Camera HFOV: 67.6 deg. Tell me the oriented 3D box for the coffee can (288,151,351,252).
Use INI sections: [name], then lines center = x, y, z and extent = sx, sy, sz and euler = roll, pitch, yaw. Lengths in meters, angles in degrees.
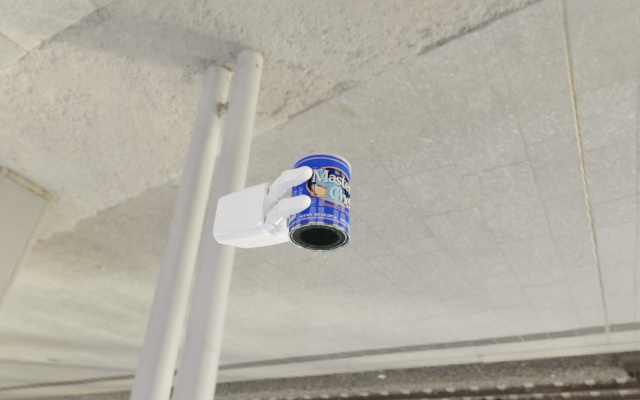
[coffee can]
center = 0.000, 0.003, 0.811
extent = 0.103, 0.140, 0.103
euler = 2, -31, 1
